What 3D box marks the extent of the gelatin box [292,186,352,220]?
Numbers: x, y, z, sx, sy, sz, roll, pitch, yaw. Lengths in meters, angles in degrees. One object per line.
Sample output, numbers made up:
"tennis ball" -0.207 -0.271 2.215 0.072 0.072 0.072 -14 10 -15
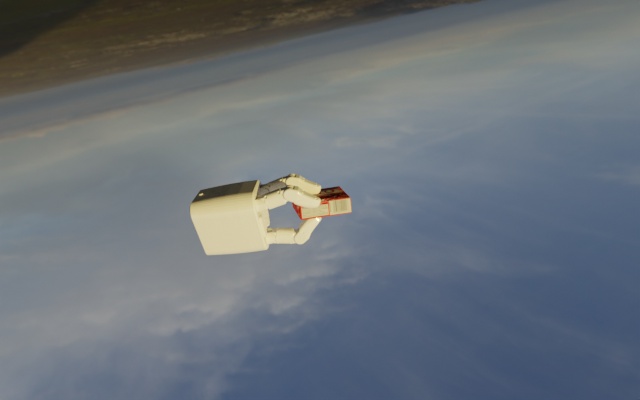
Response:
"gelatin box" 0.001 0.003 0.803 0.089 0.030 0.073 -8 18 -10
